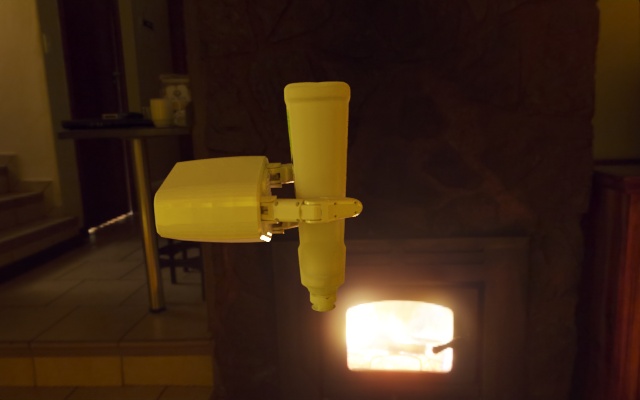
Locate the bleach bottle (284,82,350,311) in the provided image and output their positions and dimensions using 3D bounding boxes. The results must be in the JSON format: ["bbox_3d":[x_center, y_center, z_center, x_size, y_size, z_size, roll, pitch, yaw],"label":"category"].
[{"bbox_3d":[0.000,0.002,0.527,0.068,0.251,0.102,-2,9,0],"label":"bleach bottle"}]
